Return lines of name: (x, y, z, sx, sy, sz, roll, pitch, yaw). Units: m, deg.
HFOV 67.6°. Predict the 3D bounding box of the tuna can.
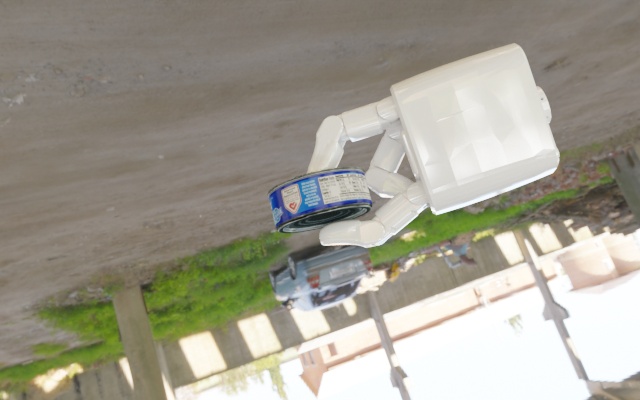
tuna can: (0.000, 0.002, 0.407, 0.086, 0.033, 0.086, -13, -11, -3)
